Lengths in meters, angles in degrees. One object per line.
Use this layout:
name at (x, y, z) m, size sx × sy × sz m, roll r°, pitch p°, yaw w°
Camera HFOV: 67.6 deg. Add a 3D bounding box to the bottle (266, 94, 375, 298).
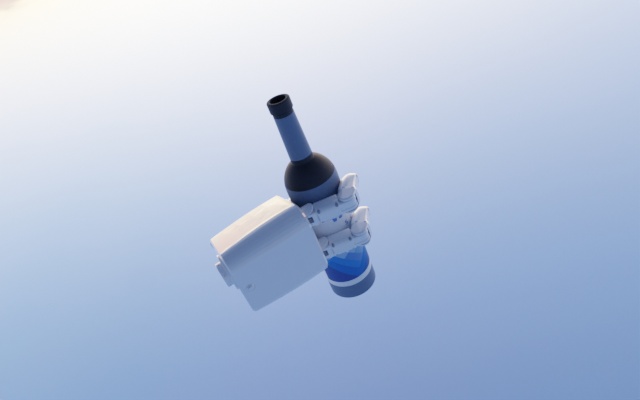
bottle at (0.000, 0.002, 0.604) m, size 0.069 × 0.296 × 0.069 m, roll -15°, pitch 35°, yaw 11°
